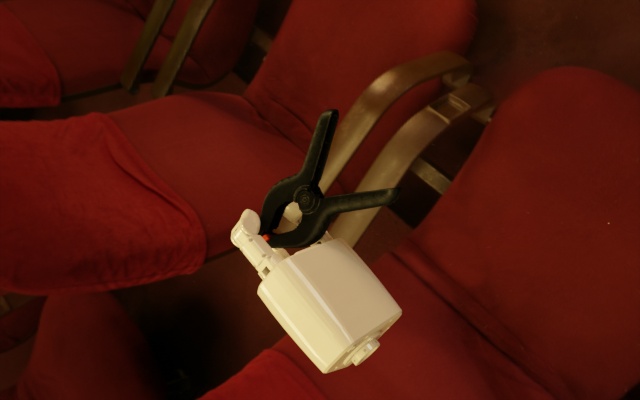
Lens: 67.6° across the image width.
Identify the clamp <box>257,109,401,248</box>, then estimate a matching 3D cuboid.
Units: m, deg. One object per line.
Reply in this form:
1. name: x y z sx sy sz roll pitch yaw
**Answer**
1. clamp: 0.000 0.002 0.513 0.120 0.171 0.039 46 20 22
